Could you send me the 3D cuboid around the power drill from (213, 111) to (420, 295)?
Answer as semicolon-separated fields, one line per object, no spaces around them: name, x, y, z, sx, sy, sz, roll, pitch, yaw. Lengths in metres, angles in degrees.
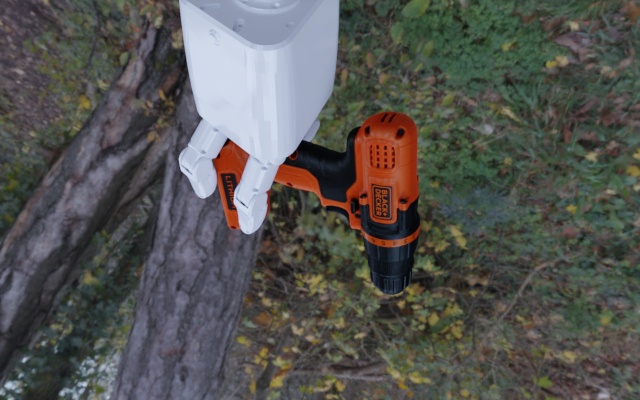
power drill;0.000;0.001;0.448;0.187;0.184;0.057;7;34;20
